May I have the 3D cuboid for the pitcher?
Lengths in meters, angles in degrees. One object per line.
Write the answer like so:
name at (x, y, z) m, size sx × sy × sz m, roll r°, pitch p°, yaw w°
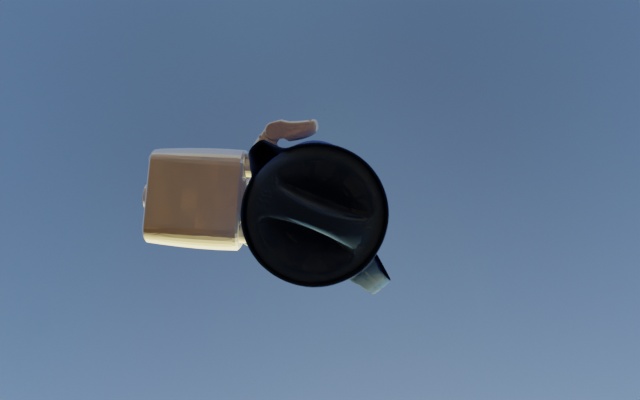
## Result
pitcher at (0.000, 0.002, 0.539) m, size 0.145 × 0.149 × 0.242 m, roll 3°, pitch 11°, yaw -1°
